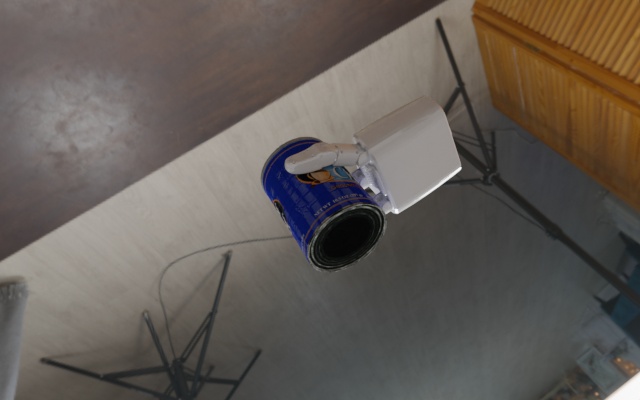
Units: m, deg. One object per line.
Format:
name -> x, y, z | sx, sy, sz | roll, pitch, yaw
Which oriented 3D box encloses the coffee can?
coffee can -> 0.000, 0.002, 0.581 | 0.103, 0.103, 0.140 | 0, 37, -35
